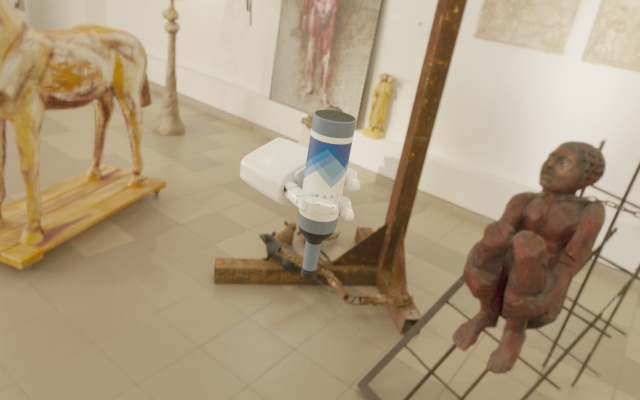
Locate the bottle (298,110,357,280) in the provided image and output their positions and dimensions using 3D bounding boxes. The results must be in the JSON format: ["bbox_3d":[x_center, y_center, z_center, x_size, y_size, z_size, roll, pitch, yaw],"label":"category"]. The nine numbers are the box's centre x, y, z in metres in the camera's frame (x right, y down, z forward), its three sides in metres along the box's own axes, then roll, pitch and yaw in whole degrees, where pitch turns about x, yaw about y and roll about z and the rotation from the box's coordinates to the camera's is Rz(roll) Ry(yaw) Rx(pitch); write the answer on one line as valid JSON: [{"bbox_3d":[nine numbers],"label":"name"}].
[{"bbox_3d":[0.000,0.002,0.789,0.069,0.296,0.069,8,25,-4],"label":"bottle"}]
